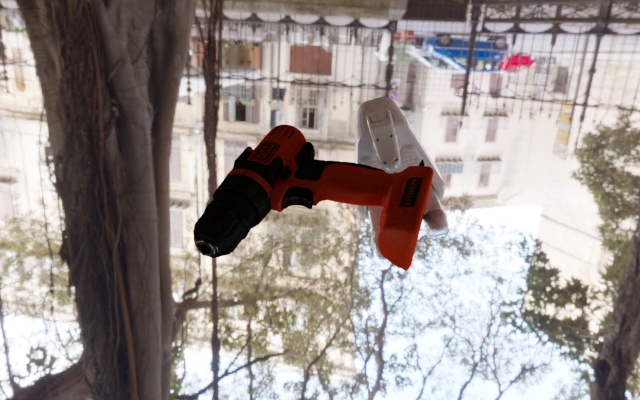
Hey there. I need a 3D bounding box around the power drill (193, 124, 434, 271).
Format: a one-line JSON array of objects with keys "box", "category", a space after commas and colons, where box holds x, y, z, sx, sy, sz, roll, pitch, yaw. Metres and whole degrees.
[{"box": [0.001, 0.001, 0.439, 0.187, 0.057, 0.184, 15, 43, 13], "category": "power drill"}]
